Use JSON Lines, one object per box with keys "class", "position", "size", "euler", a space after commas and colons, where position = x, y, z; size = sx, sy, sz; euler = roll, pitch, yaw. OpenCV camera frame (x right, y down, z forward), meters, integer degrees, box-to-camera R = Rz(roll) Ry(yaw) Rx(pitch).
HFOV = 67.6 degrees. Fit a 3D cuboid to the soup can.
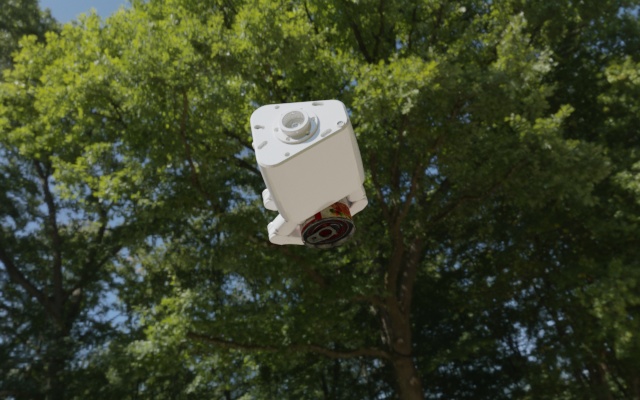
{"class": "soup can", "position": [0.000, 0.002, 0.617], "size": [0.068, 0.102, 0.069], "euler": [-9, -36, -7]}
